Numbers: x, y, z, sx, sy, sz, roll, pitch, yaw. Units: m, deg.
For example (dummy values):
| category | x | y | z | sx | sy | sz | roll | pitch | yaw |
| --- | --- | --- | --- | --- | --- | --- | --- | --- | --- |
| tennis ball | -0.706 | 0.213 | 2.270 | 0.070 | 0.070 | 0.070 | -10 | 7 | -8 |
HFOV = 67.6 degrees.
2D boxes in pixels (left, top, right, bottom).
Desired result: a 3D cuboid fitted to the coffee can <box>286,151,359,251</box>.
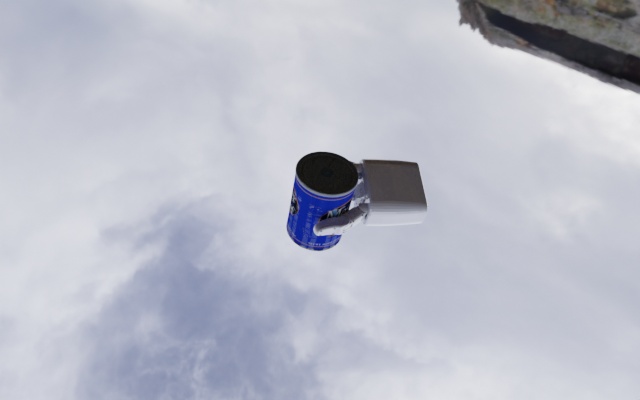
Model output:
| category | x | y | z | sx | sy | sz | roll | pitch | yaw |
| --- | --- | --- | --- | --- | --- | --- | --- | --- | --- |
| coffee can | 0.000 | 0.003 | 0.811 | 0.103 | 0.102 | 0.140 | 0 | -44 | -13 |
